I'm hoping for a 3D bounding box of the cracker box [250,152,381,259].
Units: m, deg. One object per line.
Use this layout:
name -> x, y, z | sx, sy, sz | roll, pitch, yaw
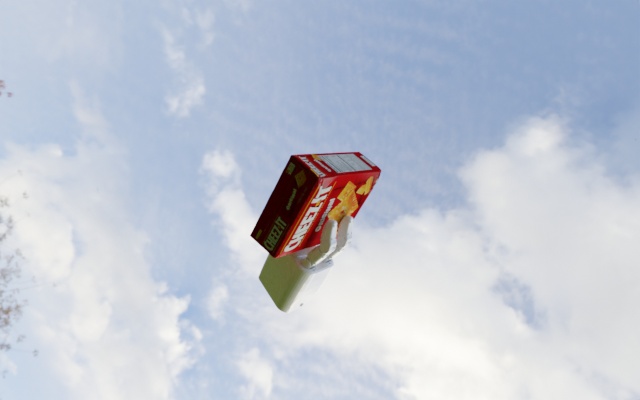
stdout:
cracker box -> 0.000, 0.003, 0.829 | 0.072, 0.164, 0.213 | 40, 26, 23
